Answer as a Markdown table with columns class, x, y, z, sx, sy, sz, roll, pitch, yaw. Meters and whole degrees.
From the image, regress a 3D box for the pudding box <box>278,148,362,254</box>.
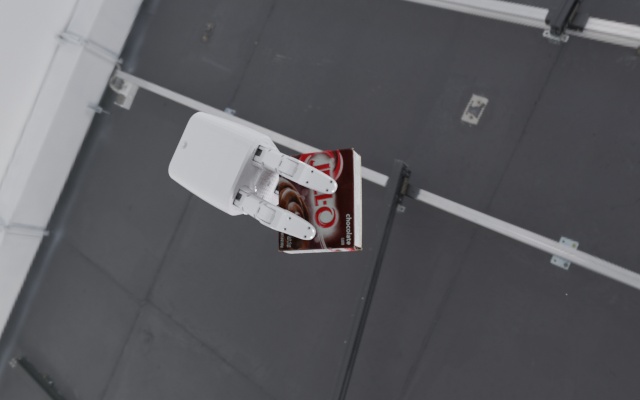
| class | x | y | z | sx | sy | sz | roll | pitch | yaw |
| --- | --- | --- | --- | --- | --- | --- | --- | --- | --- |
| pudding box | 0.000 | 0.002 | 0.538 | 0.090 | 0.113 | 0.039 | -5 | -10 | 22 |
